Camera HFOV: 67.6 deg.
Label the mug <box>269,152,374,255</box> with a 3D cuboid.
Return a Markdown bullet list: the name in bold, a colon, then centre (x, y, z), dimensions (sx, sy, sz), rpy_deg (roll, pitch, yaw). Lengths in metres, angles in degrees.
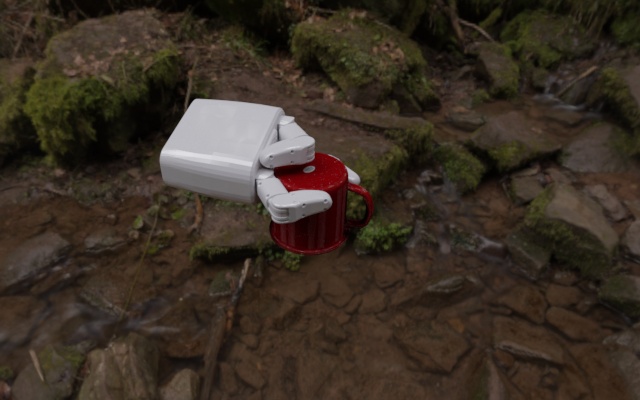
- **mug**: centre (0.001, 0.002, 0.525), dimensions (0.117, 0.082, 0.093), rpy_deg (9, 37, 10)
